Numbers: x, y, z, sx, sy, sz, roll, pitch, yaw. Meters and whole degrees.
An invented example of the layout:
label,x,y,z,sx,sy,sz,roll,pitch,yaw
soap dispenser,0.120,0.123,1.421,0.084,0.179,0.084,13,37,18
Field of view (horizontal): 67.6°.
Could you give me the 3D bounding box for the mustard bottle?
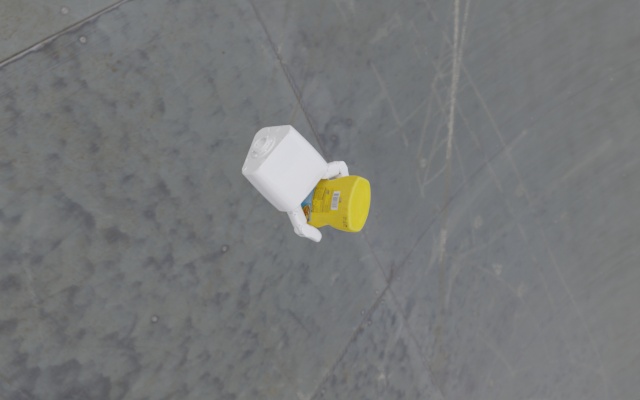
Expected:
label,x,y,z,sx,sy,sz,roll,pitch,yaw
mustard bottle,0.001,0.003,0.880,0.191,0.096,0.058,3,-9,44
